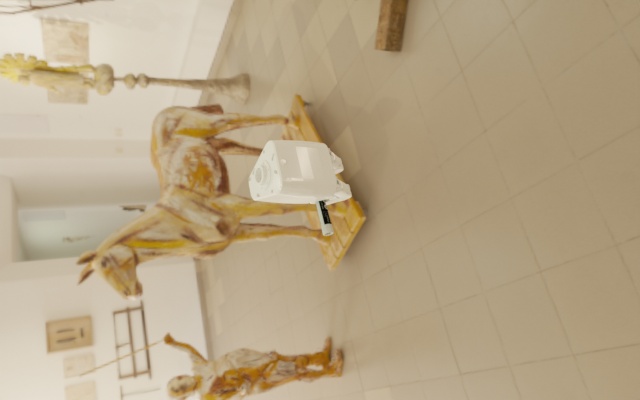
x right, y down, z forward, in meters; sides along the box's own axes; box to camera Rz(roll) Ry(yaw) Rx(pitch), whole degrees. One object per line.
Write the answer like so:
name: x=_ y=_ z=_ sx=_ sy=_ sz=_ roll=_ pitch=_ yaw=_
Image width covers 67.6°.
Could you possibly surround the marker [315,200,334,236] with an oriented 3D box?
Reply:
marker: x=0.000 y=0.003 z=0.839 sx=0.020 sy=0.121 sz=0.020 roll=-12 pitch=-20 yaw=-5
